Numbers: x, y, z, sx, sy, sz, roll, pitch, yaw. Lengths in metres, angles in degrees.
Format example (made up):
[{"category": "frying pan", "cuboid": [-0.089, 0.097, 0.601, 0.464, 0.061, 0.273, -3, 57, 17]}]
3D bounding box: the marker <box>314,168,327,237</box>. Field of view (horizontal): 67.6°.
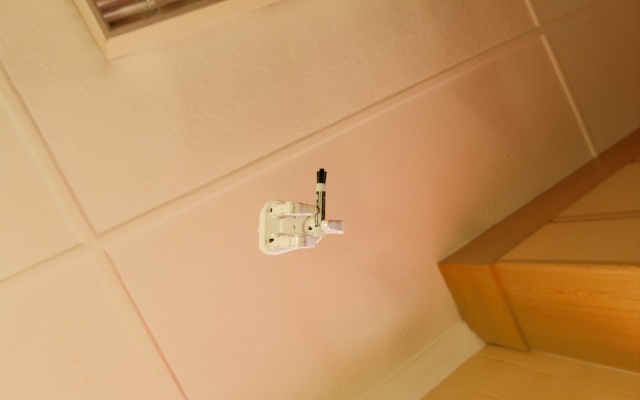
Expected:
[{"category": "marker", "cuboid": [0.000, 0.003, 0.844, 0.020, 0.121, 0.020, 2, -9, 0]}]
